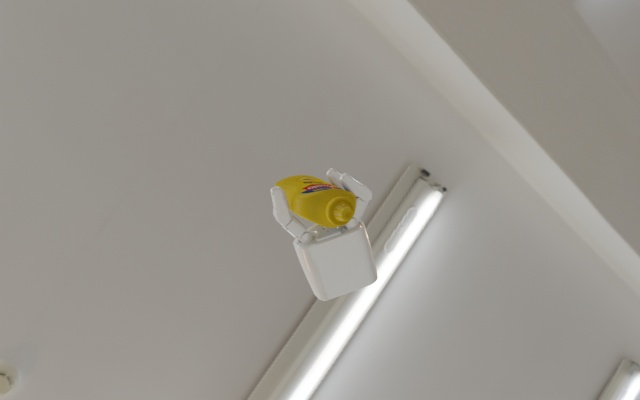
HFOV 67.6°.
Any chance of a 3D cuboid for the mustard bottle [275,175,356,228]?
[{"bbox_3d":[0.000,0.002,0.737,0.096,0.058,0.191,0,11,-23],"label":"mustard bottle"}]
